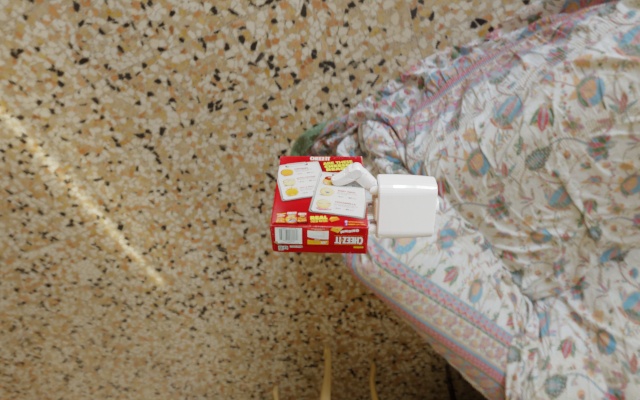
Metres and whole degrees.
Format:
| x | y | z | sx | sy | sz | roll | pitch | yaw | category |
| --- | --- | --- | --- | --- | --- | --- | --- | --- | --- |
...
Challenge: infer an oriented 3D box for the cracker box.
| x | y | z | sx | sy | sz | roll | pitch | yaw | category |
| --- | --- | --- | --- | --- | --- | --- | --- | --- | --- |
| 0.000 | 0.003 | 0.876 | 0.164 | 0.072 | 0.213 | 1 | 37 | 0 | cracker box |
